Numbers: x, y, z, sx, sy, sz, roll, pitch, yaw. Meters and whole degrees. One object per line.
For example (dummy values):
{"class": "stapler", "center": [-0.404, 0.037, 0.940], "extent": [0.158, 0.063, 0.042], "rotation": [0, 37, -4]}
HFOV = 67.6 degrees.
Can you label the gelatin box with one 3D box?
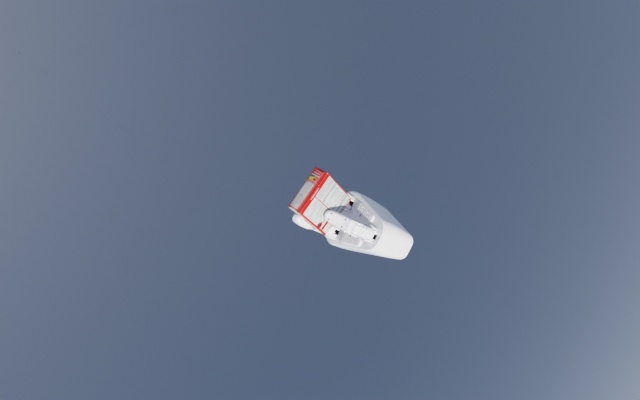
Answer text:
{"class": "gelatin box", "center": [0.000, 0.002, 0.725], "extent": [0.030, 0.073, 0.089], "rotation": [30, -8, 38]}
